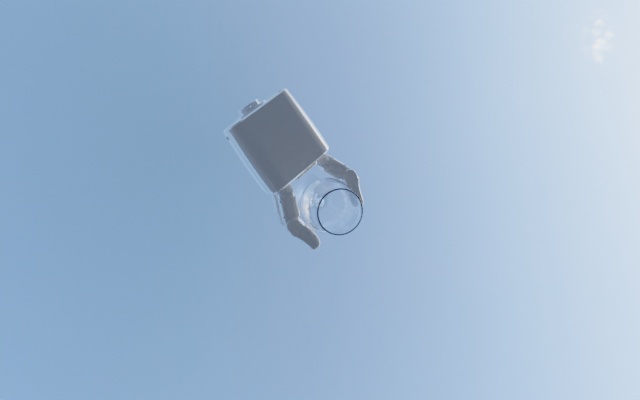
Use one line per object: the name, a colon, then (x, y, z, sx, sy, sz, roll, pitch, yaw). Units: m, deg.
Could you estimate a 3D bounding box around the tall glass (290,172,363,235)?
tall glass: (0.000, 0.002, 0.705, 0.079, 0.079, 0.201, 0, 7, -15)
